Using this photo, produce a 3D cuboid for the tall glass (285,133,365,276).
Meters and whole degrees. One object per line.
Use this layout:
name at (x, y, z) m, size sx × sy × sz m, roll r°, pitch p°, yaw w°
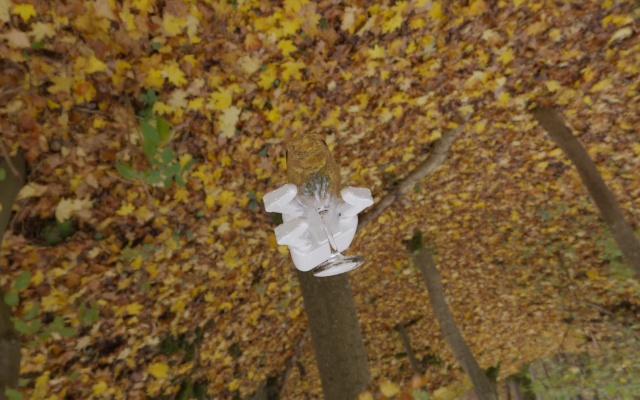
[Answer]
tall glass at (0.000, 0.003, 0.689) m, size 0.079 × 0.201 × 0.079 m, roll -13°, pitch -22°, yaw -6°
